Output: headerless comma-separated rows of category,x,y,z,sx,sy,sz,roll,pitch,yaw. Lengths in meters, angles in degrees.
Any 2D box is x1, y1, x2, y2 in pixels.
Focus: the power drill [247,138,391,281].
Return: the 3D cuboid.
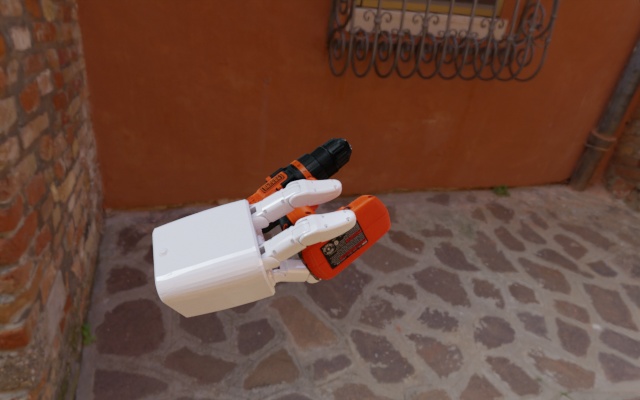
power drill,0.000,0.002,0.579,0.184,0.057,0.187,-40,33,-10
